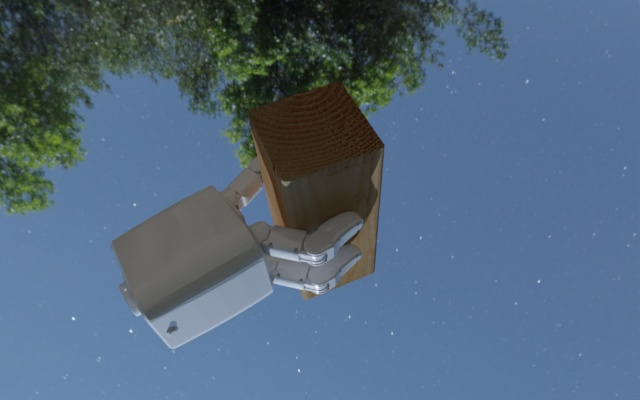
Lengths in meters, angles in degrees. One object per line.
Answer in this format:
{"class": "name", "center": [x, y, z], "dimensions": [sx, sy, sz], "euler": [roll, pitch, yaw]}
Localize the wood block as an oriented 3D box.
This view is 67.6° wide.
{"class": "wood block", "center": [0.000, 0.002, 0.471], "dimensions": [0.090, 0.090, 0.206], "euler": [-21, -35, -12]}
